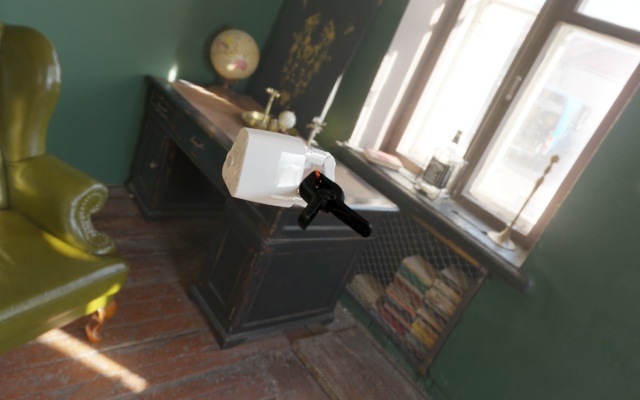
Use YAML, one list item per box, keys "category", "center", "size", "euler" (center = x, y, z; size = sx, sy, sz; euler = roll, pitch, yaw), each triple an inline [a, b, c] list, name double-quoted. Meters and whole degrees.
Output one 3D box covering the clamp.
- category: "clamp"
  center: [0.000, 0.002, 0.775]
  size: [0.120, 0.039, 0.171]
  euler: [9, 26, -31]
